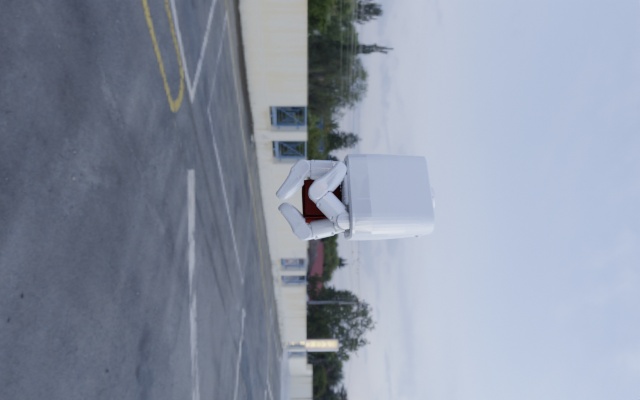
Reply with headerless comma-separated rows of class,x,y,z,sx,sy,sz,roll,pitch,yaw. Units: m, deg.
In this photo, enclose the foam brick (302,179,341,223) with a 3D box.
foam brick,0.000,0.002,0.668,0.051,0.053,0.078,-2,-7,-3
